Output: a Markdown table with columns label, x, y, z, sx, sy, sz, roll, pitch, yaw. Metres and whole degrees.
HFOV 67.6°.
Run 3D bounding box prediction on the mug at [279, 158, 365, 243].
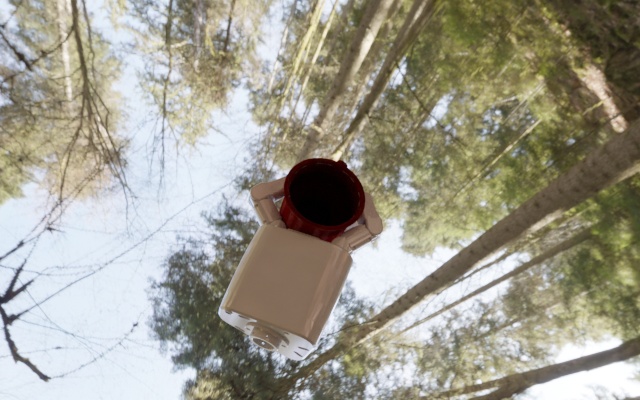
| label | x | y | z | sx | sy | sz | roll | pitch | yaw |
| --- | --- | --- | --- | --- | --- | --- | --- | --- | --- |
| mug | 0.001 | 0.001 | 0.565 | 0.093 | 0.117 | 0.081 | 27 | -33 | 0 |
